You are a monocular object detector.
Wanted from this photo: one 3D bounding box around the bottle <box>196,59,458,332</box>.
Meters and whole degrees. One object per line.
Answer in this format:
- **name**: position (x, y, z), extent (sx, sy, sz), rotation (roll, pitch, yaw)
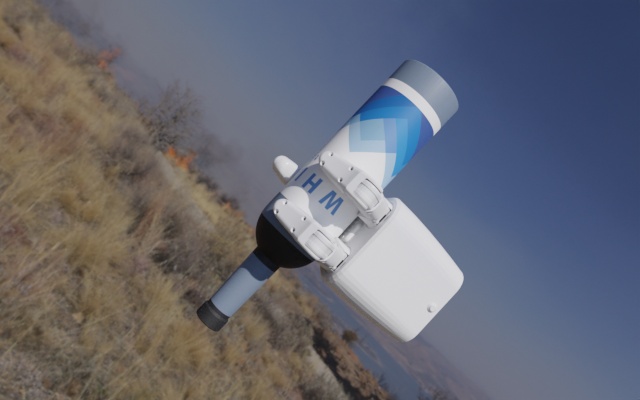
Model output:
- **bottle**: position (0.000, 0.001, 0.433), extent (0.069, 0.295, 0.069), rotation (43, -2, 2)
